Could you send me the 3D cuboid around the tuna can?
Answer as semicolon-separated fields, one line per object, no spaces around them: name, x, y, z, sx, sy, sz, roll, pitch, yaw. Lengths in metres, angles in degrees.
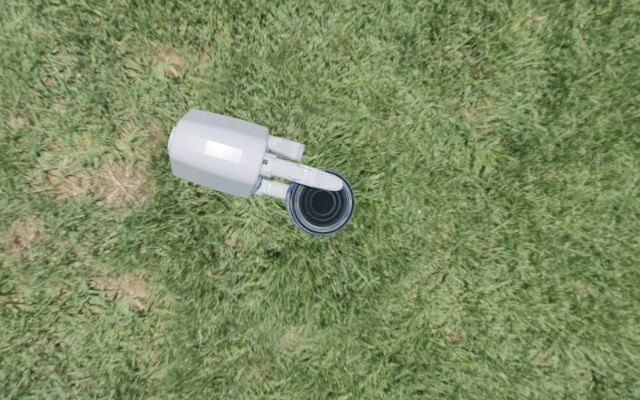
tuna can;0.000;0.002;0.606;0.086;0.086;0.034;0;2;-13
